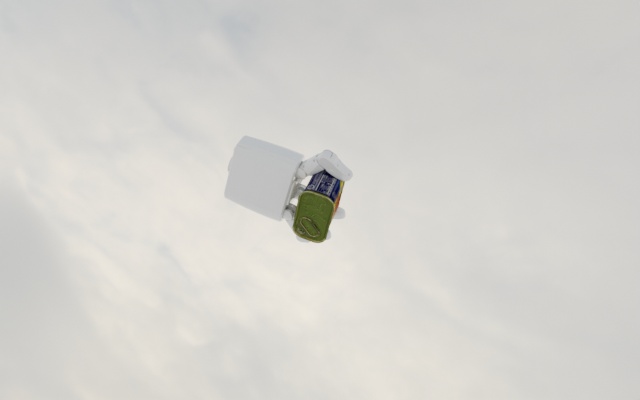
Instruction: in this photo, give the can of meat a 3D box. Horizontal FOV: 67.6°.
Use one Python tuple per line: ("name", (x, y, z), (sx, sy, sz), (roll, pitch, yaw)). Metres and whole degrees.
("can of meat", (0.000, 0.002, 0.763), (0.057, 0.102, 0.084), (19, 43, 6))
